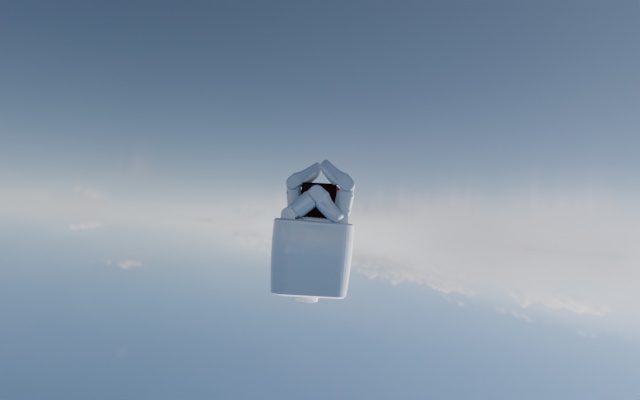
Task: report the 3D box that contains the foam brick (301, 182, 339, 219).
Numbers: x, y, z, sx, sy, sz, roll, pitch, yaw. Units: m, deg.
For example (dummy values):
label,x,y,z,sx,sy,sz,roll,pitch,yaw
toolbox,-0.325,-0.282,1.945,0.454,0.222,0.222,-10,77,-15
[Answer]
label,x,y,z,sx,sy,sz,roll,pitch,yaw
foam brick,0.000,0.002,0.727,0.053,0.051,0.078,3,-4,7
